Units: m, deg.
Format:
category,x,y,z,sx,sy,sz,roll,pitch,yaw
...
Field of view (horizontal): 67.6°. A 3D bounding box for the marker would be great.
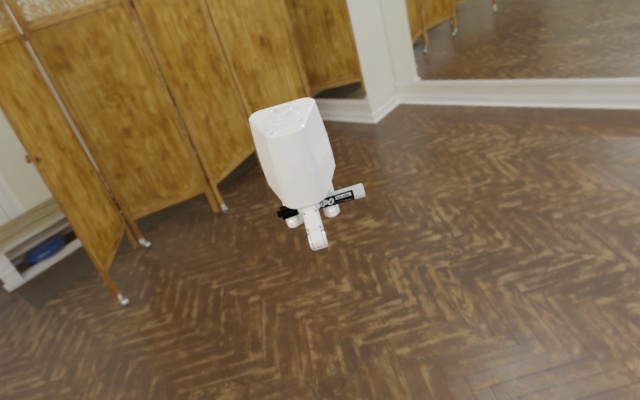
category,x,y,z,sx,sy,sz,roll,pitch,yaw
marker,0.000,0.002,0.644,0.121,0.020,0.020,-16,0,1
